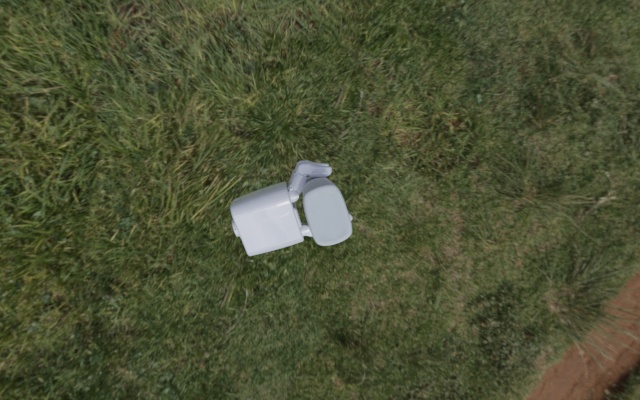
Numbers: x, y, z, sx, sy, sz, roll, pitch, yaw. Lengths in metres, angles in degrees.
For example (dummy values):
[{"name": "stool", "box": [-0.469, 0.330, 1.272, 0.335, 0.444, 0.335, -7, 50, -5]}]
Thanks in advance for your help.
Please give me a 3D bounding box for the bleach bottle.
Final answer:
[{"name": "bleach bottle", "box": [0.000, 0.003, 0.883, 0.068, 0.102, 0.251, -17, 10, -2]}]
